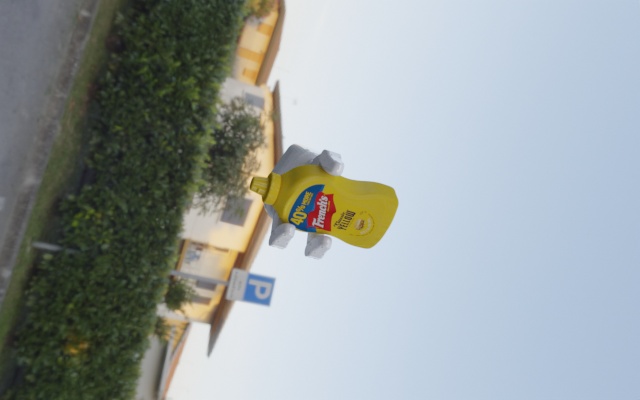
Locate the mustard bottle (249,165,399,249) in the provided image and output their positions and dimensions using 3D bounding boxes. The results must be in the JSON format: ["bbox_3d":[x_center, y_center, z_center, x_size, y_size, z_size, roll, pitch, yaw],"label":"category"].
[{"bbox_3d":[0.000,0.002,0.633,0.191,0.096,0.058,16,36,-18],"label":"mustard bottle"}]
